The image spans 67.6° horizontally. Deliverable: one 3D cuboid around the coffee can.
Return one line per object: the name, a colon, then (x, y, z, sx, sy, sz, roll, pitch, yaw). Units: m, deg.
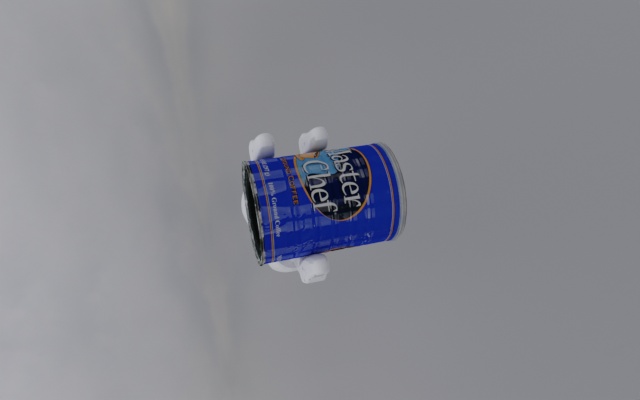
coffee can: (0.000, 0.002, 0.475, 0.140, 0.103, 0.103, -9, 2, -14)
